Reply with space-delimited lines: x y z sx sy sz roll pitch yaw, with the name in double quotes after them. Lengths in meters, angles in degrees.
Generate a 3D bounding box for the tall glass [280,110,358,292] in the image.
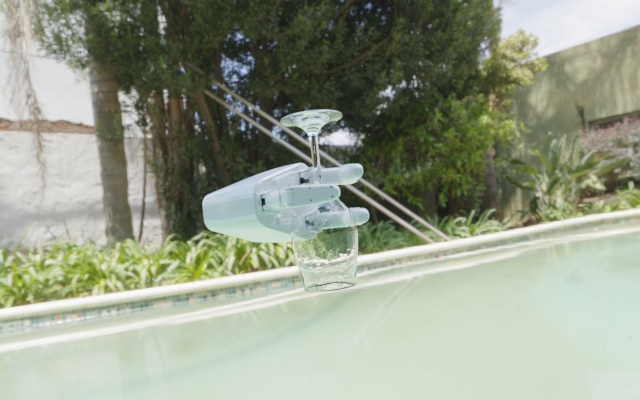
0.000 0.001 0.558 0.079 0.201 0.079 -7 -3 0 "tall glass"
